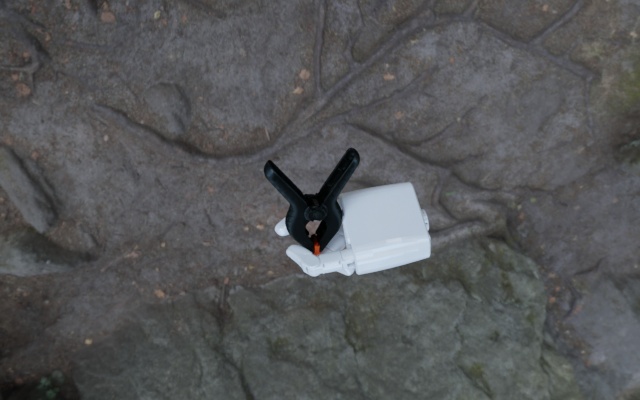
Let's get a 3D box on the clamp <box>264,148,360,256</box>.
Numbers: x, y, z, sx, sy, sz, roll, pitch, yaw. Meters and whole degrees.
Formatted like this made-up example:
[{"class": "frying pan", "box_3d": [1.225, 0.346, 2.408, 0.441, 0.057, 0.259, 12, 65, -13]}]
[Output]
[{"class": "clamp", "box_3d": [0.000, 0.003, 0.635, 0.120, 0.172, 0.039, -12, 45, 0]}]
